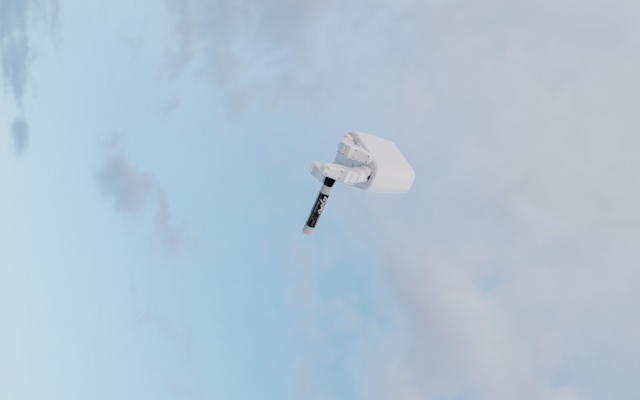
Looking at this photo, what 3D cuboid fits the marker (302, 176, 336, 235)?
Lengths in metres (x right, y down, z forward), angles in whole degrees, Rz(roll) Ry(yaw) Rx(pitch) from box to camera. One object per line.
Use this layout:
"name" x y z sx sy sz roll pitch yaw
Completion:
"marker" 0.000 0.003 0.789 0.020 0.121 0.020 20 21 -8
